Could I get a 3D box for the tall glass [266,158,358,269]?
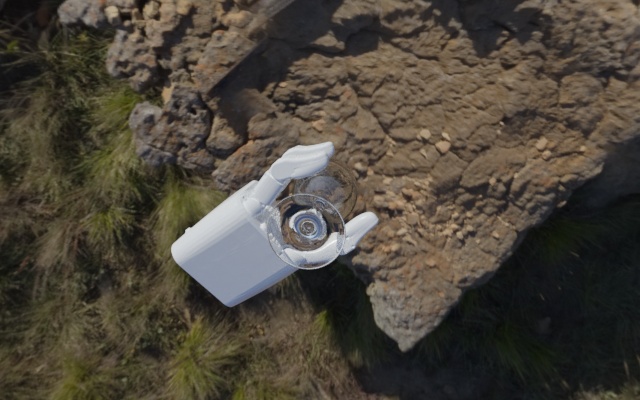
[{"bbox_3d":[0.000,0.002,0.531,0.079,0.079,0.201,0,16,9],"label":"tall glass"}]
